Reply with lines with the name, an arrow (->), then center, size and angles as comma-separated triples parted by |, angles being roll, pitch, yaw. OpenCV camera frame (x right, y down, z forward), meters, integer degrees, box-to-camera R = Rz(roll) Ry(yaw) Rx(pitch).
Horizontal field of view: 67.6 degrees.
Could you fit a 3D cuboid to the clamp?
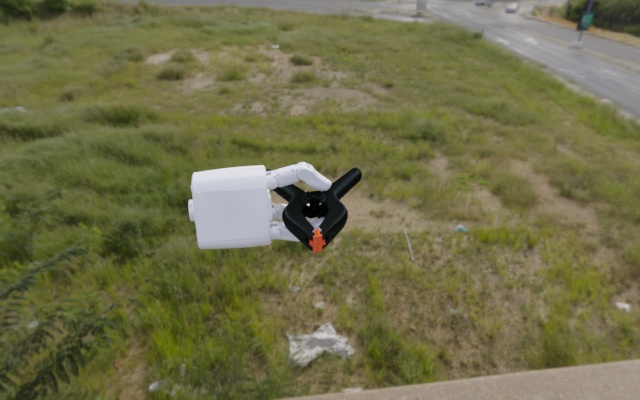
clamp -> 0.000, 0.002, 0.720 | 0.164, 0.036, 0.209 | -6, 32, -8
